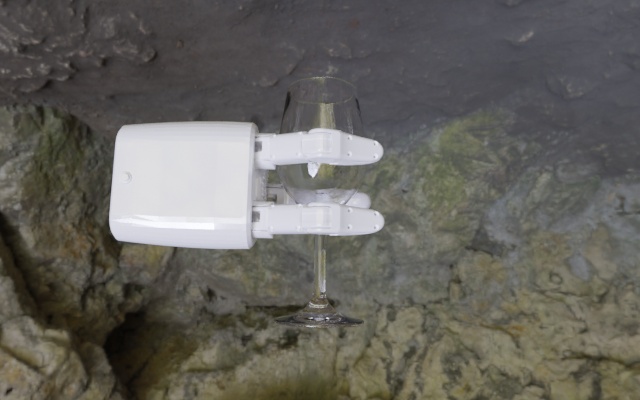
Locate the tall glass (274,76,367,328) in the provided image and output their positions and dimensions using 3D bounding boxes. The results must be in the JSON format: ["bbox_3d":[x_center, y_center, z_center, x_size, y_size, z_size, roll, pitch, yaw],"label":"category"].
[{"bbox_3d":[0.000,0.002,0.406,0.079,0.201,0.079,1,-8,0],"label":"tall glass"}]
